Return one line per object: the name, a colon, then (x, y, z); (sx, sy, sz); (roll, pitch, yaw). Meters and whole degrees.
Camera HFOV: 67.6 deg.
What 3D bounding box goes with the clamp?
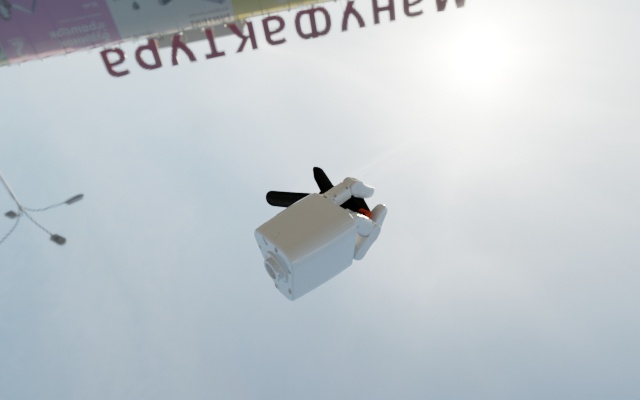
clamp: (0.000, 0.003, 0.735); (0.120, 0.039, 0.171); (-30, 39, -26)
